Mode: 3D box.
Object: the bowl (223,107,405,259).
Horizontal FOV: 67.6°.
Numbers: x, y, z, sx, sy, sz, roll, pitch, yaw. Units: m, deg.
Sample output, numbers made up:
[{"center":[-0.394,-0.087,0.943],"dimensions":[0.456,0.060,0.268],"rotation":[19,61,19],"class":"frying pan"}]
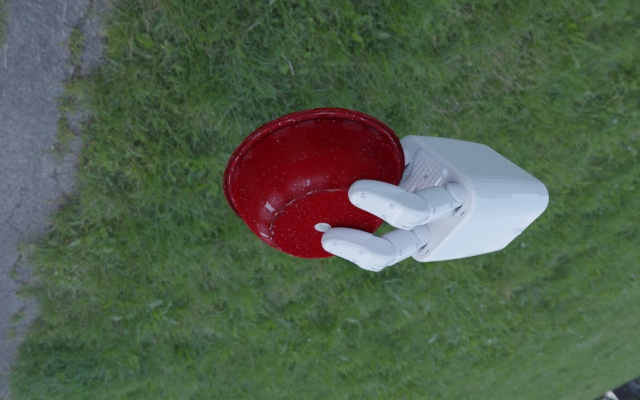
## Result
[{"center":[-0.001,0.002,0.406],"dimensions":[0.162,0.055,0.162],"rotation":[-7,-40,-6],"class":"bowl"}]
